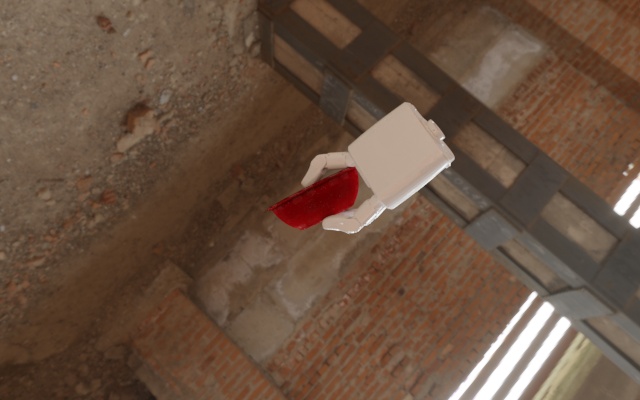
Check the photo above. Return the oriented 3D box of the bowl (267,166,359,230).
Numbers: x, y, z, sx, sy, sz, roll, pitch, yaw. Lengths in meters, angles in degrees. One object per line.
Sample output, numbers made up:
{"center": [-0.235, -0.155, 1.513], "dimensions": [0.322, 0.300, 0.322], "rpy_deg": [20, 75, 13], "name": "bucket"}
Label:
{"center": [-0.001, 0.003, 0.748], "dimensions": [0.162, 0.055, 0.162], "rpy_deg": [-26, -1, 0], "name": "bowl"}
